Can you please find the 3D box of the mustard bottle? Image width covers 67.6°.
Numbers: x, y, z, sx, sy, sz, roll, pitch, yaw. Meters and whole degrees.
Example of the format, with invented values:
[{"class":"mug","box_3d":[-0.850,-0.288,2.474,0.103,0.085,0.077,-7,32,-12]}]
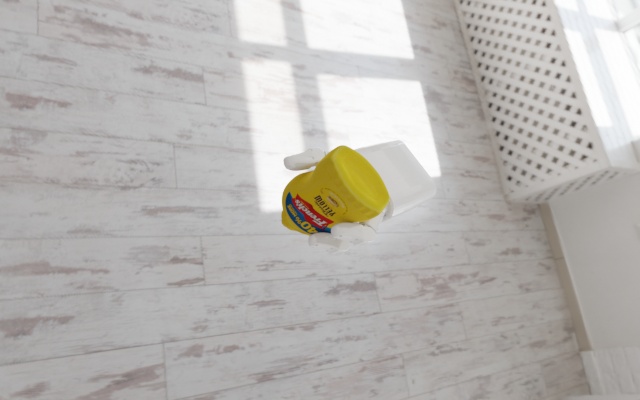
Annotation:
[{"class":"mustard bottle","box_3d":[0.000,0.002,0.645,0.192,0.096,0.058,-30,17,52]}]
